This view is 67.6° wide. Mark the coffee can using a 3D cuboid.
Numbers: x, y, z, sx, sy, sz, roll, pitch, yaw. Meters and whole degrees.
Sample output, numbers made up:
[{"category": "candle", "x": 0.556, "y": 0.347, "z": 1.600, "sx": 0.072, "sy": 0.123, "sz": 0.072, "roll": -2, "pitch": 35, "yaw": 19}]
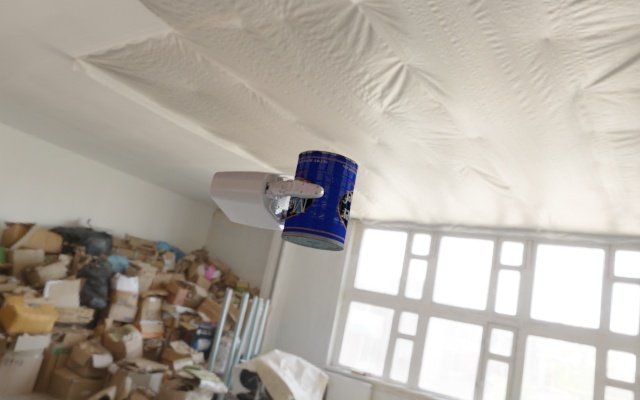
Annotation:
[{"category": "coffee can", "x": 0.000, "y": 0.003, "z": 0.776, "sx": 0.103, "sy": 0.140, "sz": 0.103, "roll": 11, "pitch": -13, "yaw": 3}]
